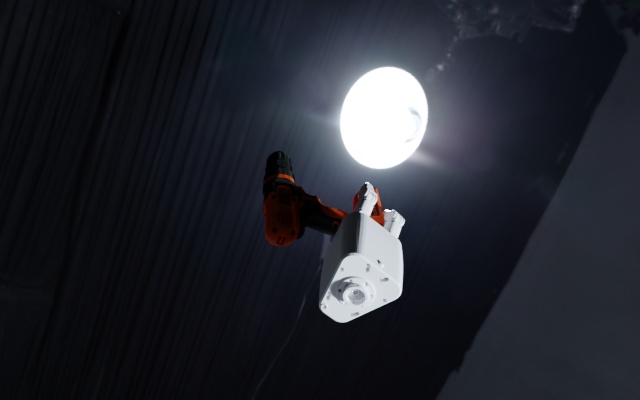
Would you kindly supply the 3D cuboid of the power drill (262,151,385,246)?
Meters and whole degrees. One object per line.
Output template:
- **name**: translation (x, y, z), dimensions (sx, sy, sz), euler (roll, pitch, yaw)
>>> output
- **power drill**: translation (0.001, 0.003, 0.754), dimensions (0.187, 0.184, 0.057), euler (9, -44, -16)
